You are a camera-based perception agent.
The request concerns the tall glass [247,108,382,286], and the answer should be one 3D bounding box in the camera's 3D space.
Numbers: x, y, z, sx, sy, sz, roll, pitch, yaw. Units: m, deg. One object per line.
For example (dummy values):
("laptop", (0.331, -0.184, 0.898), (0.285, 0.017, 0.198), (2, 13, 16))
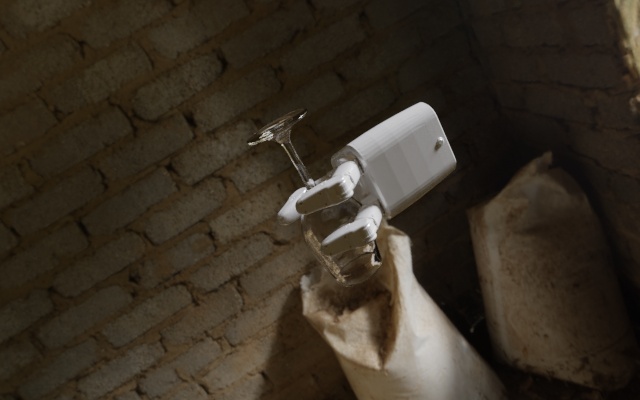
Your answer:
("tall glass", (0.000, 0.001, 0.541), (0.079, 0.201, 0.079), (-26, 20, 10))
